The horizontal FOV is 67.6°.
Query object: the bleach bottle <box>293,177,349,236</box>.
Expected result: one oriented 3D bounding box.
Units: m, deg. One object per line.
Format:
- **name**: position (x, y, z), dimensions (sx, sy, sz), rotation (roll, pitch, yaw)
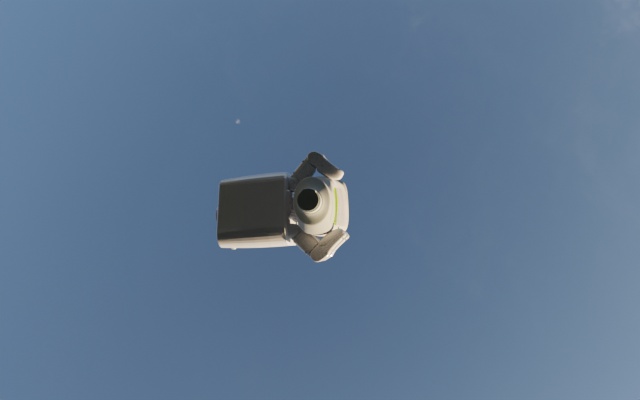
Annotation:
- **bleach bottle**: position (0.000, 0.002, 0.720), dimensions (0.068, 0.102, 0.251), rotation (-5, -6, 7)
